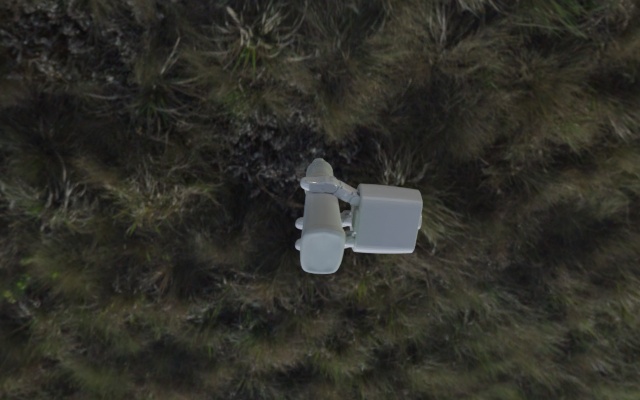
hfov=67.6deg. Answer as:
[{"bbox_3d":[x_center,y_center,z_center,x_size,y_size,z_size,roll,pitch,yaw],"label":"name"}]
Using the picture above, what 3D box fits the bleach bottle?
[{"bbox_3d":[0.000,0.003,0.827,0.068,0.103,0.250,4,40,-4],"label":"bleach bottle"}]
